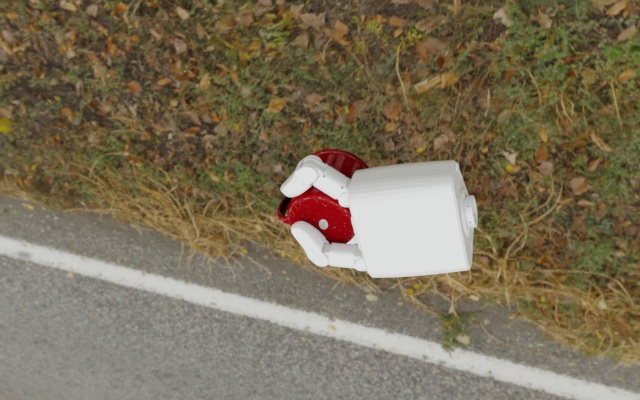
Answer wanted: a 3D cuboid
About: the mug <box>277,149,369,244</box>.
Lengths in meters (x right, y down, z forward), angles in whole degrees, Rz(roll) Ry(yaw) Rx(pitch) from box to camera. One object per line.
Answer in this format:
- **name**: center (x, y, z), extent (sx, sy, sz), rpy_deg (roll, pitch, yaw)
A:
- **mug**: center (-0.001, 0.002, 0.563), extent (0.117, 0.093, 0.081), rpy_deg (-8, 37, 26)
